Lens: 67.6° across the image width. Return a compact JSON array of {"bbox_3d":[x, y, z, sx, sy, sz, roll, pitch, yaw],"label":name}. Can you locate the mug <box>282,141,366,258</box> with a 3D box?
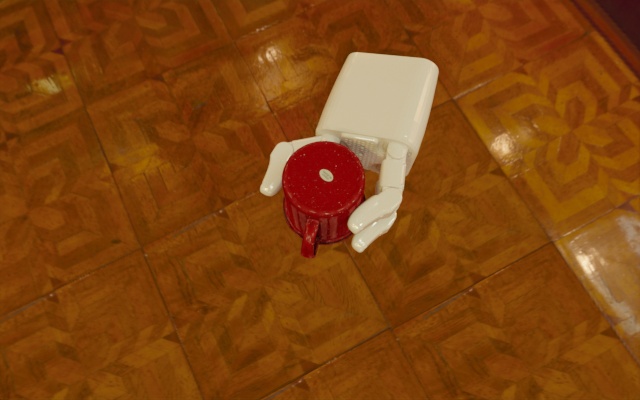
[{"bbox_3d":[0.000,0.003,0.489,0.093,0.117,0.081,16,-19,7],"label":"mug"}]
